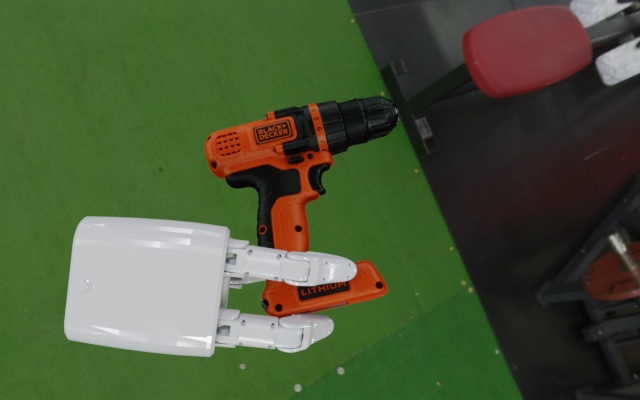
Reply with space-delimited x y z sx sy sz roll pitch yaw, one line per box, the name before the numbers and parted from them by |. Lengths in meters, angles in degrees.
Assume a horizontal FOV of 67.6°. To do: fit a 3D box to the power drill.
power drill | 0.000 0.002 0.431 0.184 0.187 0.057 -14 -17 0
